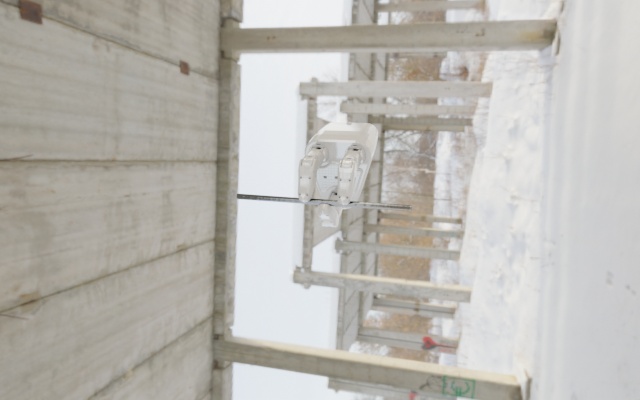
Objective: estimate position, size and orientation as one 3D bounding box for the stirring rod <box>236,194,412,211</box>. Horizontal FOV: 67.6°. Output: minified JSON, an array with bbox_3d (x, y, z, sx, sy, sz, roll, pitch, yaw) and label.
[{"bbox_3d":[0.000,0.002,0.641,0.239,0.011,0.011,4,1,14],"label":"stirring rod"}]
